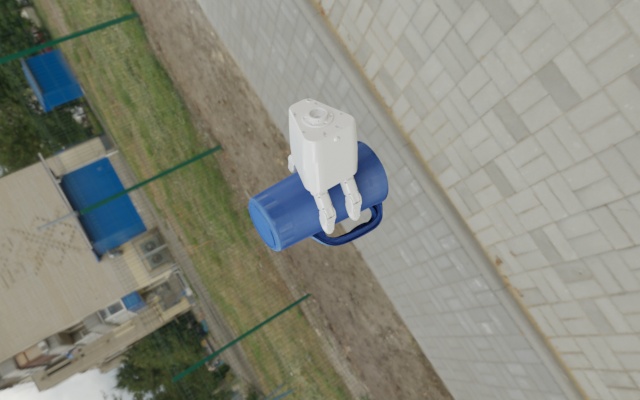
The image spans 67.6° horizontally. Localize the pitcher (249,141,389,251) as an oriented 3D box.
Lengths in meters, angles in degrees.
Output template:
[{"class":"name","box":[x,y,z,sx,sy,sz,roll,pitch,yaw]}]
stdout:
[{"class":"pitcher","box":[0.000,0.003,0.885,0.243,0.145,0.149,-28,55,-21]}]
